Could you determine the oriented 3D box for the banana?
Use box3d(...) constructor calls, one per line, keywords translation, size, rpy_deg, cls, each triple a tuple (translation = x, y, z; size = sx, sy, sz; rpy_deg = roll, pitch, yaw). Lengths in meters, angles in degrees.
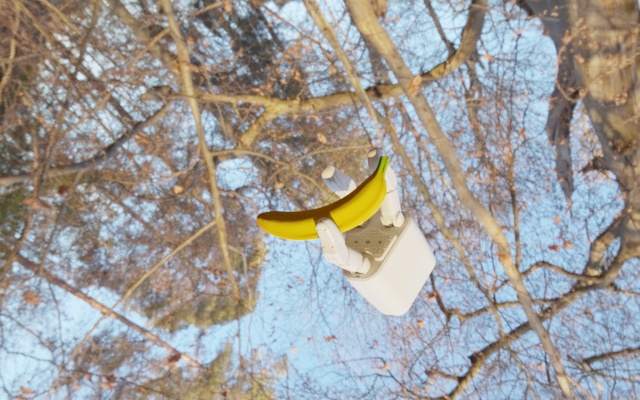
box3d(translation=(0.004, 0.015, 0.591), size=(0.198, 0.069, 0.037), rpy_deg=(-23, -44, 21), cls="banana")
